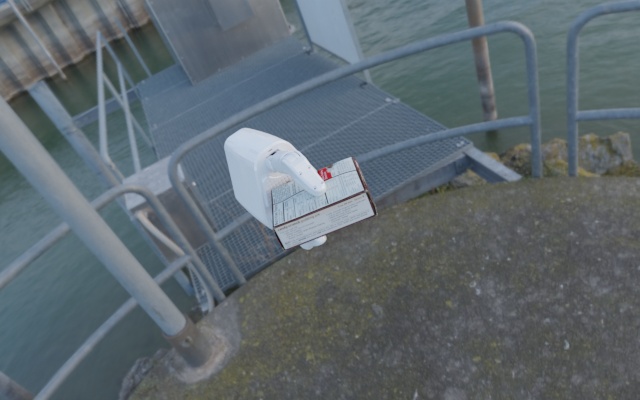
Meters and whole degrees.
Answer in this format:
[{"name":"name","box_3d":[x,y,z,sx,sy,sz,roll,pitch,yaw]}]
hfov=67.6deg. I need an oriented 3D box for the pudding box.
[{"name":"pudding box","box_3d":[0.000,0.002,0.546,0.113,0.039,0.090,-23,31,6]}]
